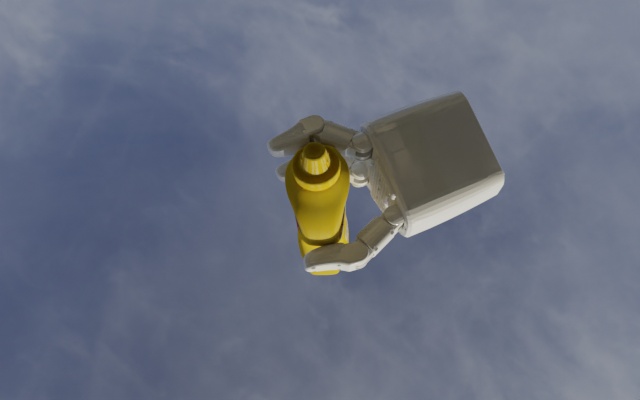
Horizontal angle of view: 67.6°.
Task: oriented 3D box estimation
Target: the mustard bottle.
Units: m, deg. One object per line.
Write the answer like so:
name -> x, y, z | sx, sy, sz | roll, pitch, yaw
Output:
mustard bottle -> 0.000, 0.002, 0.467 | 0.058, 0.096, 0.192 | -1, -25, 2
